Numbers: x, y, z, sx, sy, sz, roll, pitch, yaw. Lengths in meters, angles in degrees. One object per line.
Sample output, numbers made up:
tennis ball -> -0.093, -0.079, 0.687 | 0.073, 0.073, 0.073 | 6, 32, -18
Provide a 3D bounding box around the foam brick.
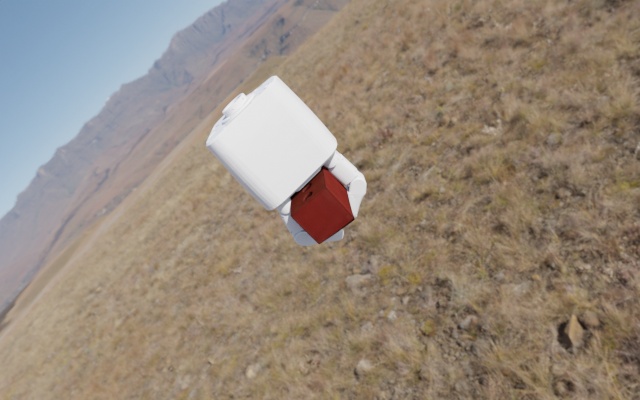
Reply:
foam brick -> 0.000, 0.002, 0.553 | 0.053, 0.051, 0.078 | -37, 23, 14
